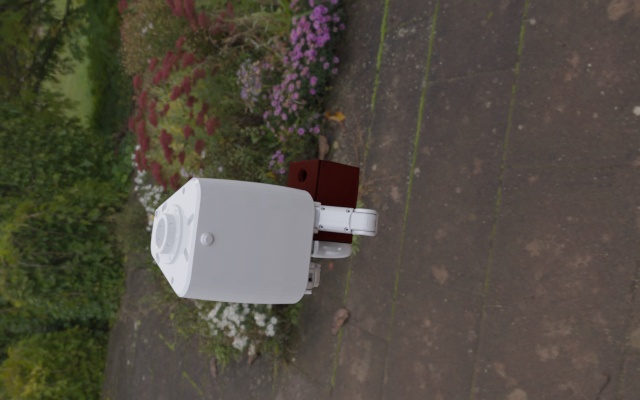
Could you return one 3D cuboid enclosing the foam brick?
[{"bbox_3d":[0.000,0.001,0.469,0.051,0.078,0.053,9,-6,-34],"label":"foam brick"}]
